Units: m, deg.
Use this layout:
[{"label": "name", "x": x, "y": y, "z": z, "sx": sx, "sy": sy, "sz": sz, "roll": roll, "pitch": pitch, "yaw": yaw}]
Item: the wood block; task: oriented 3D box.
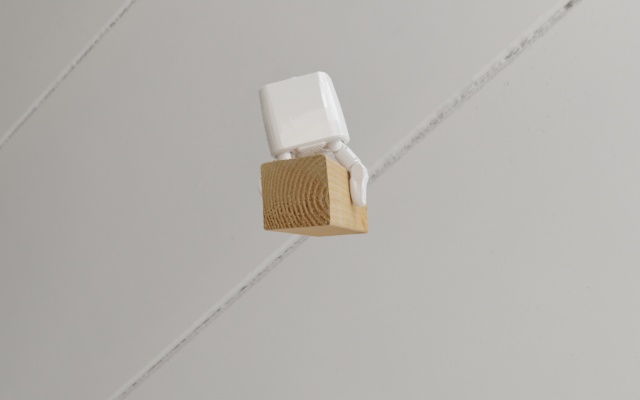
[{"label": "wood block", "x": 0.000, "y": 0.002, "z": 0.687, "sx": 0.091, "sy": 0.090, "sz": 0.206, "roll": -7, "pitch": -8, "yaw": 18}]
